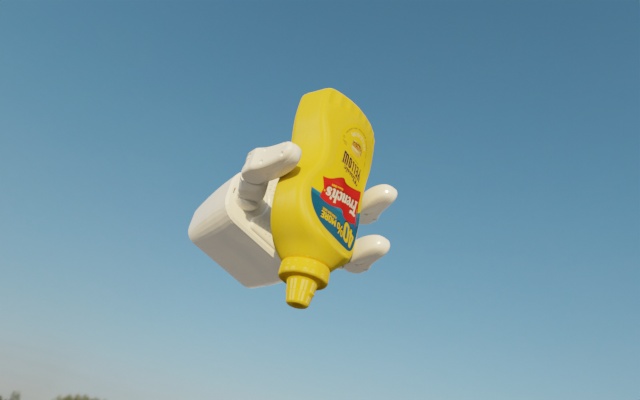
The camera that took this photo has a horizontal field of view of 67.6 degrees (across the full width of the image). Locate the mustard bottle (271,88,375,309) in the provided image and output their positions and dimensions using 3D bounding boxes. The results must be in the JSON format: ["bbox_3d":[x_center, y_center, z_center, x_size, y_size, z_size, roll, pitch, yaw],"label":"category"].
[{"bbox_3d":[0.000,0.001,0.419,0.058,0.191,0.096,-6,-35,31],"label":"mustard bottle"}]
